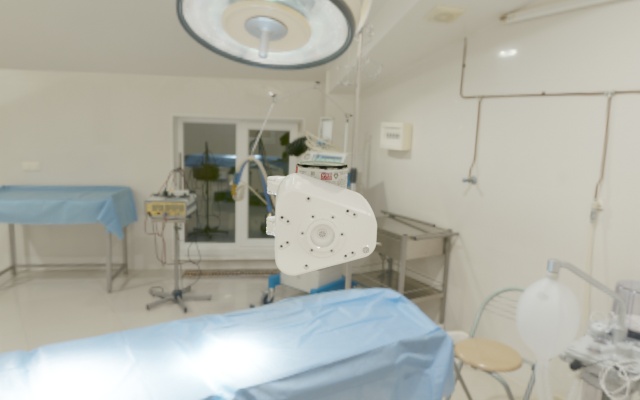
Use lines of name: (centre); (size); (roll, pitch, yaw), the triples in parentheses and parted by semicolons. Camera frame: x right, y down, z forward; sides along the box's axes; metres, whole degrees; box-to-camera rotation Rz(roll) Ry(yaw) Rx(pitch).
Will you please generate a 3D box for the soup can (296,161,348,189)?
soup can: (0.000, 0.002, 0.621); (0.068, 0.102, 0.068); (2, 10, 0)
